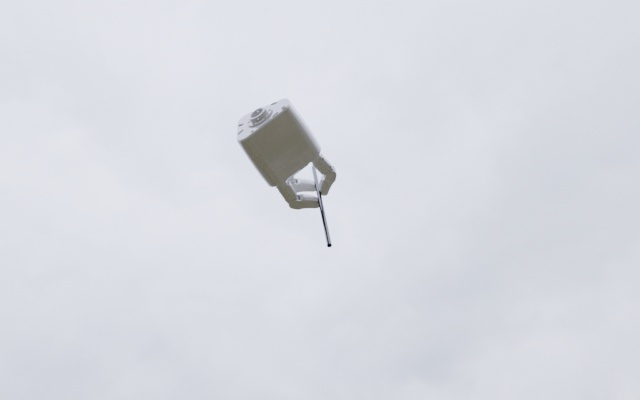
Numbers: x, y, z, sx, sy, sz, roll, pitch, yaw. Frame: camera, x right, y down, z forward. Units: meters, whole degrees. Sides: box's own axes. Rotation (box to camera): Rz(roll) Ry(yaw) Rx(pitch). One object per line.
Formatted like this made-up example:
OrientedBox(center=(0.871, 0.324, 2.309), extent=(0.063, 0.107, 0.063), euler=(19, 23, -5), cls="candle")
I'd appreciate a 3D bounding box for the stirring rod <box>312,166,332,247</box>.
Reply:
OrientedBox(center=(0.000, 0.003, 0.859), extent=(0.011, 0.011, 0.239), euler=(0, 35, -8), cls="stirring rod")
